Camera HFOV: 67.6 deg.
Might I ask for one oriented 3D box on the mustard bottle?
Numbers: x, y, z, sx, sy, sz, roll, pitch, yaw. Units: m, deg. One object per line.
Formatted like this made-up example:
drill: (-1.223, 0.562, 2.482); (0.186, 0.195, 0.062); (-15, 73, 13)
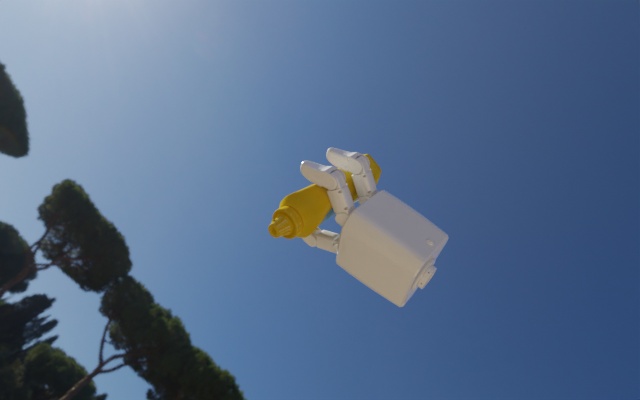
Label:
mustard bottle: (0.000, 0.002, 0.643); (0.191, 0.058, 0.096); (-33, -5, -45)
